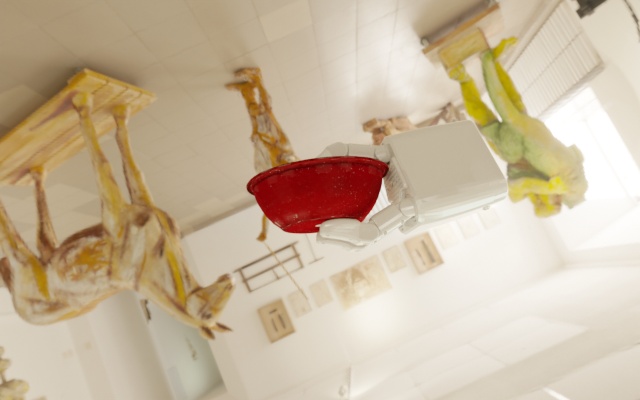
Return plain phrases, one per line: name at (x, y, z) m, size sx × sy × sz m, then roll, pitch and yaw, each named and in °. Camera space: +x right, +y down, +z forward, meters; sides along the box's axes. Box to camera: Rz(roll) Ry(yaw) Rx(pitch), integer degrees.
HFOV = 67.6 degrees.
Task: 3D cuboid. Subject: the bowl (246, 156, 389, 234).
bowl at (-0.001, 0.002, 0.534) m, size 0.162 × 0.055 × 0.162 m, roll -7°, pitch -13°, yaw -2°
